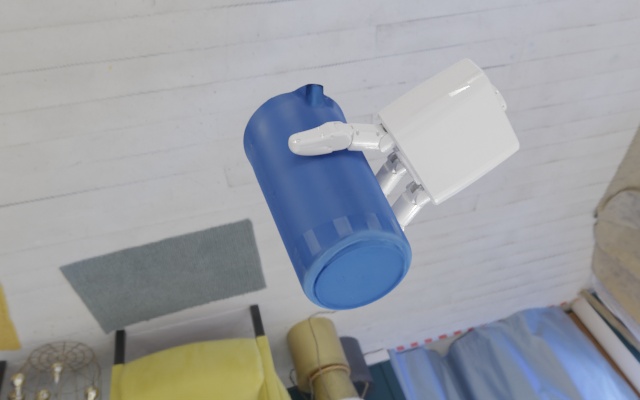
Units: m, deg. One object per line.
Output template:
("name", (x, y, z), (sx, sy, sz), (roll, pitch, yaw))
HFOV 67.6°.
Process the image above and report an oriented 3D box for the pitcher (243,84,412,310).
("pitcher", (0.000, 0.002, 0.525), (0.145, 0.242, 0.149), (-32, -46, 8))
